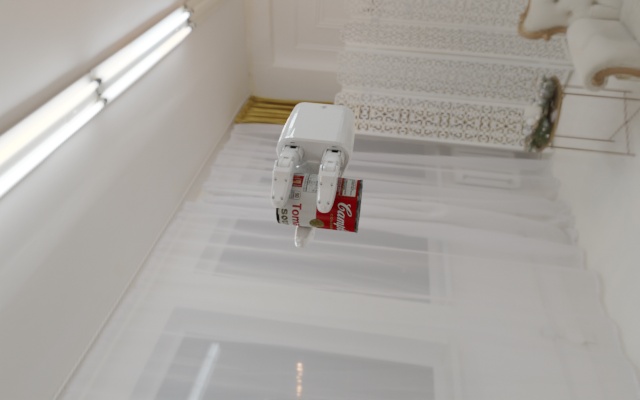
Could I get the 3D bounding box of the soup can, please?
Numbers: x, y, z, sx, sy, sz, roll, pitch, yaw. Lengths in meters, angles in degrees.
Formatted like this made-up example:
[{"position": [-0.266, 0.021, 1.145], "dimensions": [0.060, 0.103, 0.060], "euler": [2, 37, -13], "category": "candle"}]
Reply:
[{"position": [0.000, 0.002, 0.605], "dimensions": [0.102, 0.068, 0.068], "euler": [6, 0, 5], "category": "soup can"}]
